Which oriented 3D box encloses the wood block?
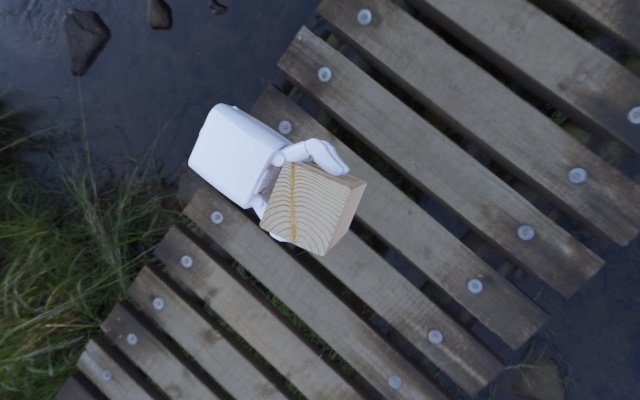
[{"bbox_3d":[0.000,0.002,0.667,0.090,0.091,0.206,24,9,8],"label":"wood block"}]
